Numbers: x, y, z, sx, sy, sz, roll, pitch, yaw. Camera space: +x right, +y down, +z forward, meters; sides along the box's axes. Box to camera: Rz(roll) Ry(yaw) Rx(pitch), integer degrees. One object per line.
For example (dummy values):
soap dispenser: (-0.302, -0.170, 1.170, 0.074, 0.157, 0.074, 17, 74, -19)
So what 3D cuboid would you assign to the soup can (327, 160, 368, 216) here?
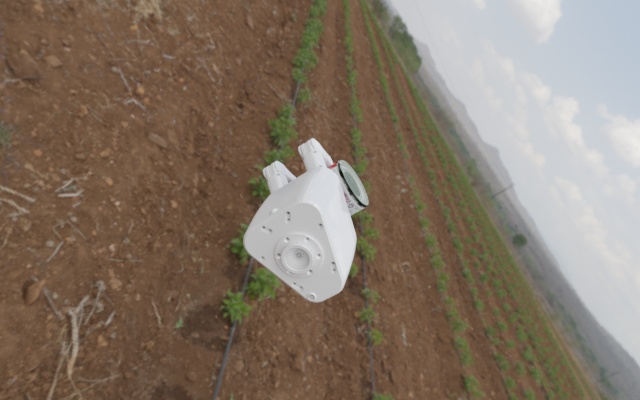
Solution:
soup can: (0.000, 0.002, 0.600, 0.102, 0.068, 0.068, -30, -10, 18)
